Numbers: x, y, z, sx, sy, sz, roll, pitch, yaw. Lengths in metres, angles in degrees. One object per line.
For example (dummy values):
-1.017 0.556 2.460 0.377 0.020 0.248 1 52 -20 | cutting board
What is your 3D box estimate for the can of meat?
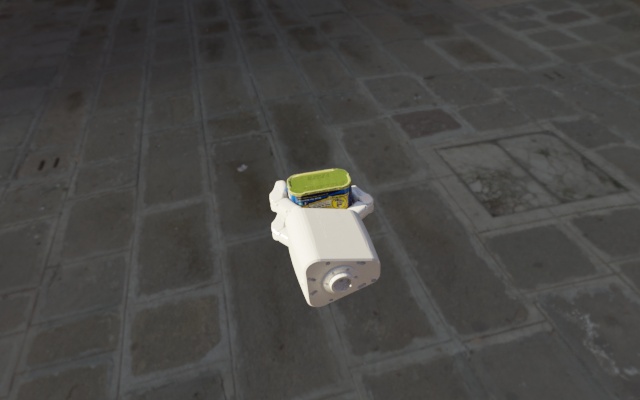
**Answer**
0.000 0.002 0.741 0.102 0.084 0.057 -10 39 -7 | can of meat
